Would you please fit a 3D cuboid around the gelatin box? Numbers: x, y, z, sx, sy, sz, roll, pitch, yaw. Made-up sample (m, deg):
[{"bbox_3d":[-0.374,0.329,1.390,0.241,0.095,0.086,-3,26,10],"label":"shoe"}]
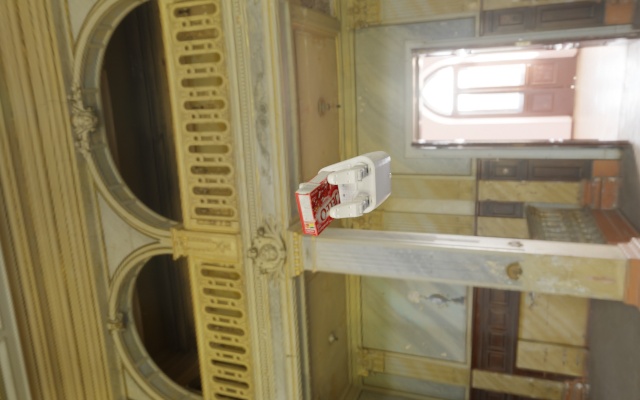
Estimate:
[{"bbox_3d":[0.000,0.003,0.753,0.030,0.073,0.089,5,28,30],"label":"gelatin box"}]
